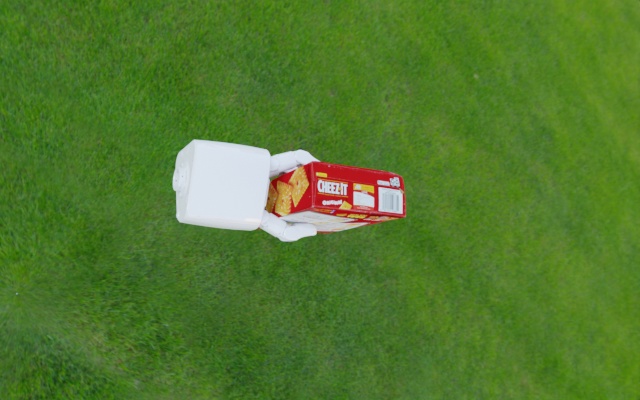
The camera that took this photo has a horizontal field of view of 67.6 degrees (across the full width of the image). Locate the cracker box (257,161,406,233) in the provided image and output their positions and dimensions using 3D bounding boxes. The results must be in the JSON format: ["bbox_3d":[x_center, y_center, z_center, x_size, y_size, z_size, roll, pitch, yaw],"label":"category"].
[{"bbox_3d":[0.000,0.003,0.742,0.164,0.072,0.214,6,-13,-32],"label":"cracker box"}]
